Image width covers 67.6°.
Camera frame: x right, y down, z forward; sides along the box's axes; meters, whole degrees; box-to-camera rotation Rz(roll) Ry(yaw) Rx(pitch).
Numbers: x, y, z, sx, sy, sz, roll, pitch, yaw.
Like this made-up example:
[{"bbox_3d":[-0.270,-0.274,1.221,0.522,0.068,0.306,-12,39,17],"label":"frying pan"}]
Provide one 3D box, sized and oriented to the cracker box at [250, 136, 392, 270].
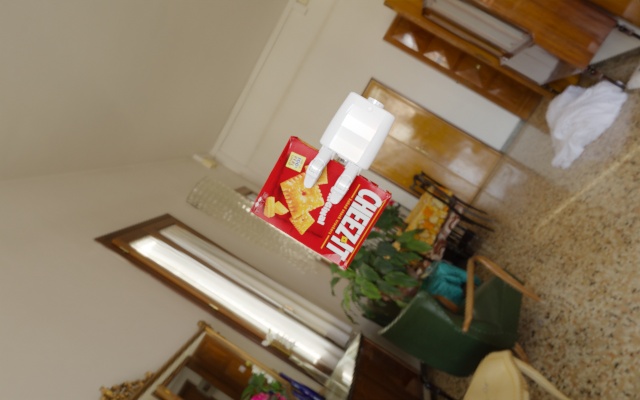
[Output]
[{"bbox_3d":[0.000,0.003,0.888,0.213,0.164,0.072,31,9,4],"label":"cracker box"}]
